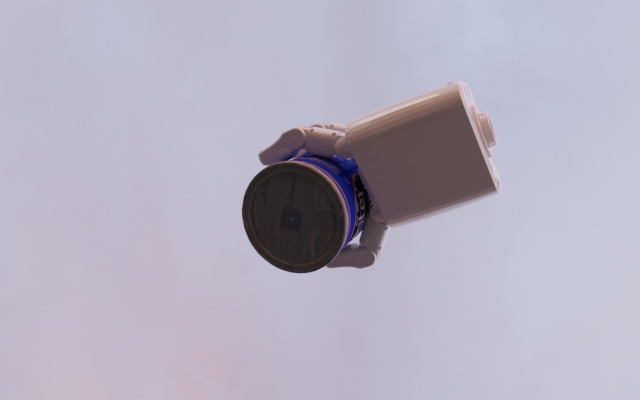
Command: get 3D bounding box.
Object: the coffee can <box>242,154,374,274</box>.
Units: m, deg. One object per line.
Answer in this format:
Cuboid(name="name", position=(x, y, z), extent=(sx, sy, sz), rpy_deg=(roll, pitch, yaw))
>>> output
Cuboid(name="coffee can", position=(0.000, 0.002, 0.485), extent=(0.103, 0.103, 0.140), rpy_deg=(0, 13, 22))
